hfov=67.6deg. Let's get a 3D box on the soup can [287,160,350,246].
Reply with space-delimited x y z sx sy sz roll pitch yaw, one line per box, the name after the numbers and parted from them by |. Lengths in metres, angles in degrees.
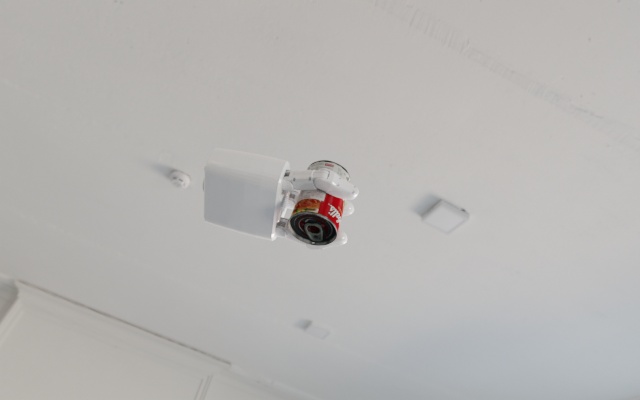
0.001 0.002 0.661 0.068 0.102 0.069 10 -41 8 | soup can
